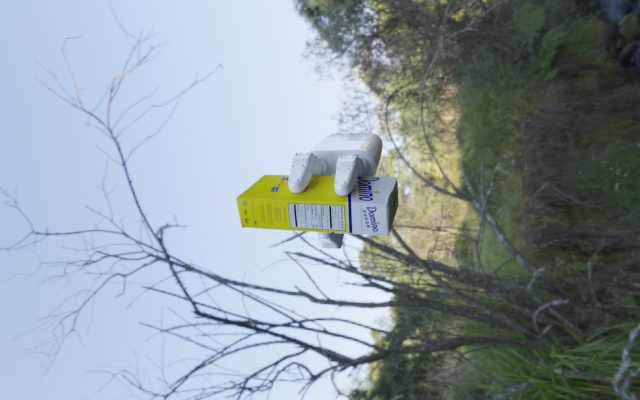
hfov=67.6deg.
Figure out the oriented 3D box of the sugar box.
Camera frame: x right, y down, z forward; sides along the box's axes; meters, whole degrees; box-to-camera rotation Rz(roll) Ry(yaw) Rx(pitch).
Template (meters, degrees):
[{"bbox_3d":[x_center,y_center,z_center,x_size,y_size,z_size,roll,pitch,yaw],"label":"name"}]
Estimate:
[{"bbox_3d":[0.000,0.001,0.568,0.176,0.048,0.093,-1,21,16],"label":"sugar box"}]
